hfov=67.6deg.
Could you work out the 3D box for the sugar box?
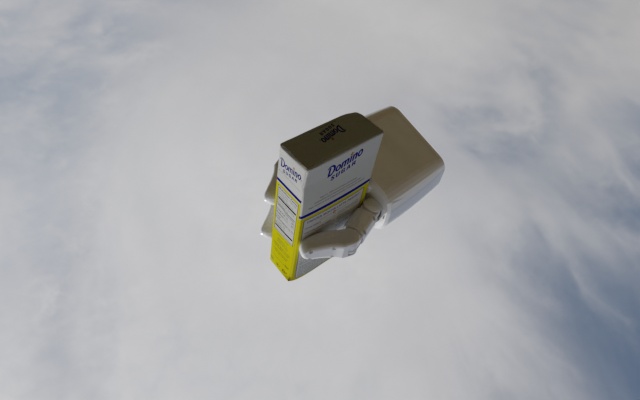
[{"bbox_3d":[0.000,0.001,0.480,0.093,0.176,0.048,-29,57,-30],"label":"sugar box"}]
